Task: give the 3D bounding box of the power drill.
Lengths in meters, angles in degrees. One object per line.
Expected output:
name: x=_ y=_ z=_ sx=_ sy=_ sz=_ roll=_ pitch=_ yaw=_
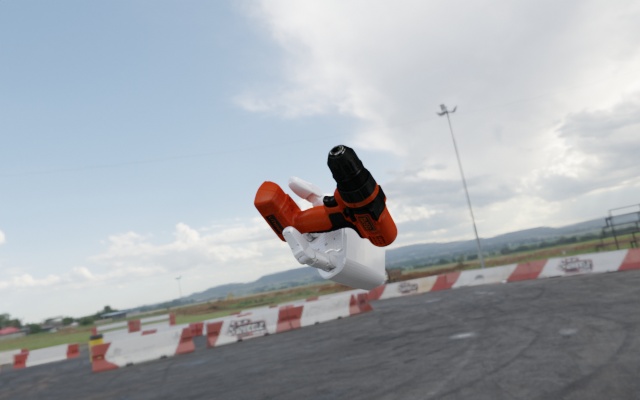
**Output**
power drill: x=0.000 y=0.002 z=0.683 sx=0.187 sy=0.057 sz=0.184 roll=-4 pitch=-45 yaw=32
